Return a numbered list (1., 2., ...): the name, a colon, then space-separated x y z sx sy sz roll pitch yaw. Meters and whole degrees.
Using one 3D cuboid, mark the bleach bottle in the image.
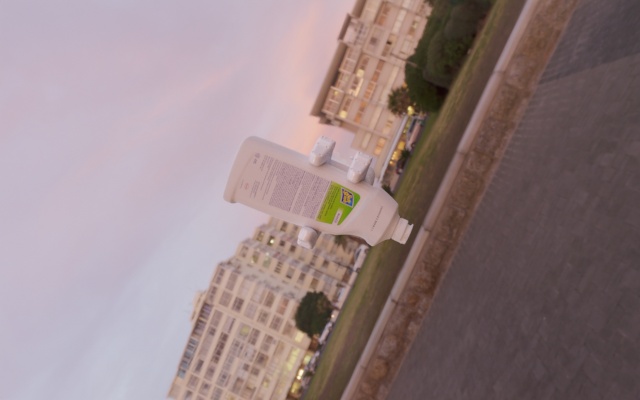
1. bleach bottle: 0.000 0.002 0.648 0.251 0.102 0.068 24 14 7
